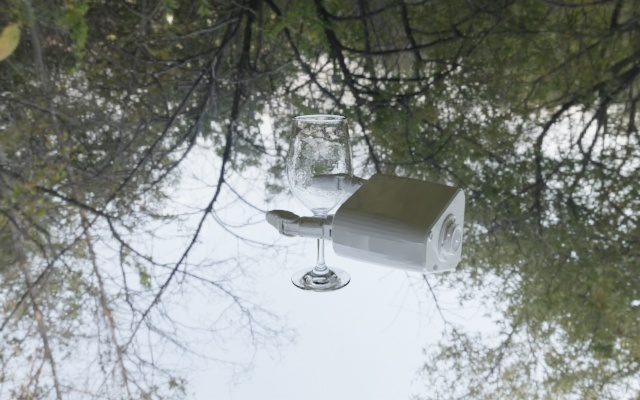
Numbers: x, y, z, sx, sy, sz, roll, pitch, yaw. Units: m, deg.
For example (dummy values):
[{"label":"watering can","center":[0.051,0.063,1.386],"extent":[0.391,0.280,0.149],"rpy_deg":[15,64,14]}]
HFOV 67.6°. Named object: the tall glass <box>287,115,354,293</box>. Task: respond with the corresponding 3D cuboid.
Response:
[{"label":"tall glass","center":[0.000,0.003,0.566],"extent":[0.079,0.201,0.079],"rpy_deg":[-1,16,0]}]
